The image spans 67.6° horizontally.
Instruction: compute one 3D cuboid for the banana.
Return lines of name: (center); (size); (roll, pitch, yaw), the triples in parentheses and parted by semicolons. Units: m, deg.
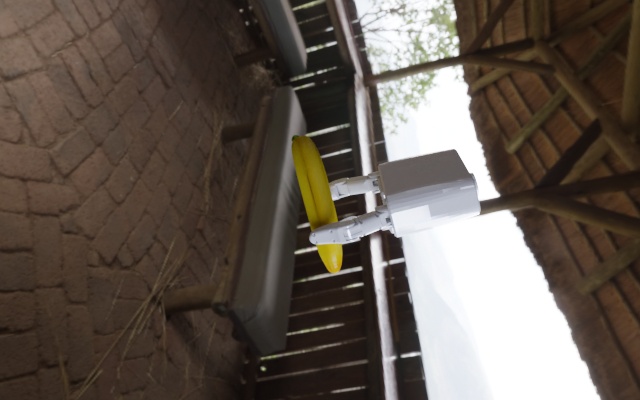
banana: (-0.003, -0.004, 0.617); (0.037, 0.197, 0.069); (-15, -10, 4)
